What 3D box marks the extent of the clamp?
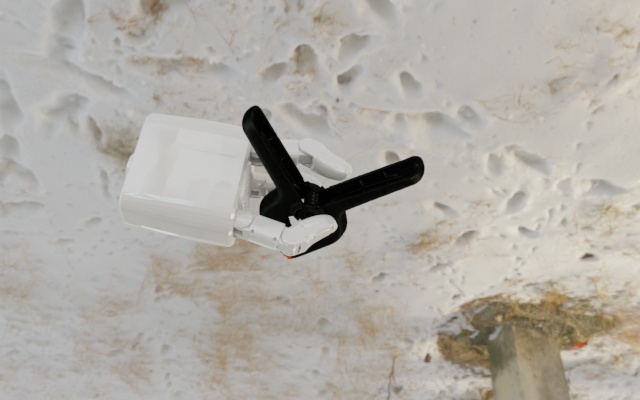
[{"bbox_3d":[0.000,0.002,0.482,0.164,0.036,0.210,13,-37,-1],"label":"clamp"}]
